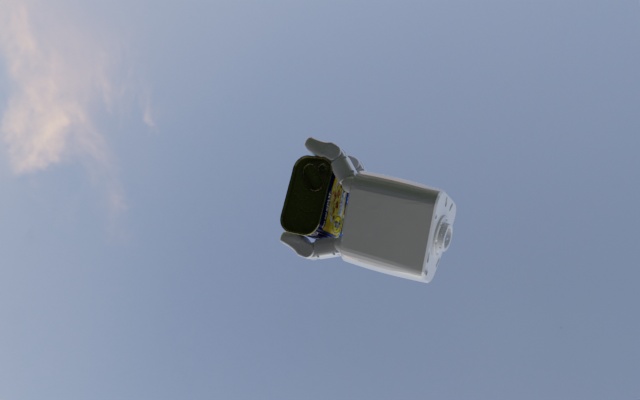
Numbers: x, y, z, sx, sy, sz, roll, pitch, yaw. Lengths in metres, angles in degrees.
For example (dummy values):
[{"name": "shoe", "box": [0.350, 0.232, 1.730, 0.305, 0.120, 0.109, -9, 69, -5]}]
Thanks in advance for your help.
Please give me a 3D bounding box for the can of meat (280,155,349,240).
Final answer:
[{"name": "can of meat", "box": [0.000, 0.002, 0.632, 0.057, 0.102, 0.084, 9, -9, 30]}]
